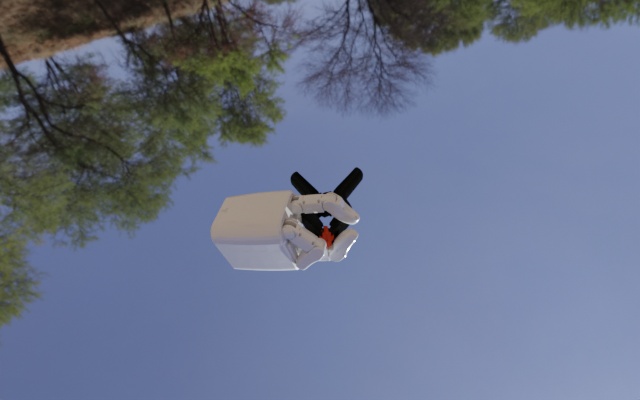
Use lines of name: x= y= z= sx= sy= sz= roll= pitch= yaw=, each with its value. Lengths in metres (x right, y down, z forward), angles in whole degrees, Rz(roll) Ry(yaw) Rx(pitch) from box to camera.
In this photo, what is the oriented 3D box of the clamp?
clamp: x=0.000 y=0.003 z=0.749 sx=0.120 sy=0.039 sz=0.171 roll=-3 pitch=37 yaw=14
